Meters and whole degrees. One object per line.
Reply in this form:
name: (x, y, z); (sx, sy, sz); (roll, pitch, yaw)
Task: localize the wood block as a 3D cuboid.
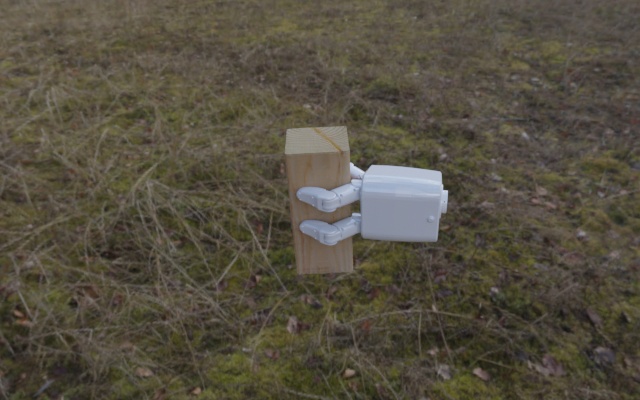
wood block: (0.001, 0.002, 0.721); (0.090, 0.206, 0.090); (-3, 31, 1)
